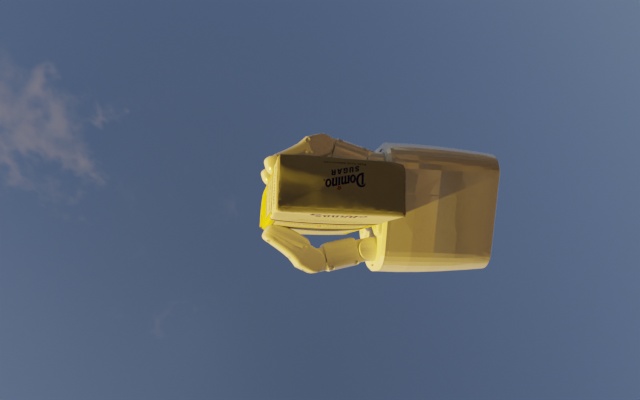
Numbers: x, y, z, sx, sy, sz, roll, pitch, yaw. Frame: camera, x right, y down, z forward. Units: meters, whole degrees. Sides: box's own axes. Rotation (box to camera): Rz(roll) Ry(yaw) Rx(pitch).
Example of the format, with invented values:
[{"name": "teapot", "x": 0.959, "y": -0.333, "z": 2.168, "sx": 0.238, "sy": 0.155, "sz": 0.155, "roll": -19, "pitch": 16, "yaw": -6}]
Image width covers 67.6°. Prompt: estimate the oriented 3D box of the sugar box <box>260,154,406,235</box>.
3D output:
[{"name": "sugar box", "x": 0.000, "y": 0.001, "z": 0.408, "sx": 0.093, "sy": 0.048, "sz": 0.176, "roll": 3, "pitch": -11, "yaw": -11}]
